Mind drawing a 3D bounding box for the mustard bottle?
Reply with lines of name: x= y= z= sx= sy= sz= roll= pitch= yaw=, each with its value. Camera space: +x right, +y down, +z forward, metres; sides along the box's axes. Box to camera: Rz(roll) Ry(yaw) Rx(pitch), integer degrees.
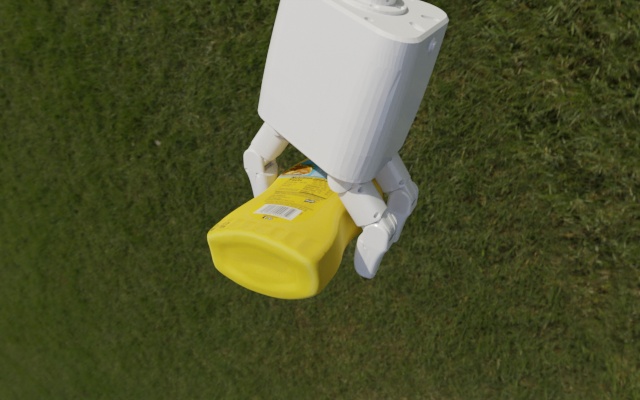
mustard bottle: x=0.000 y=0.002 z=0.406 sx=0.096 sy=0.058 sz=0.191 roll=9 pitch=33 yaw=28
